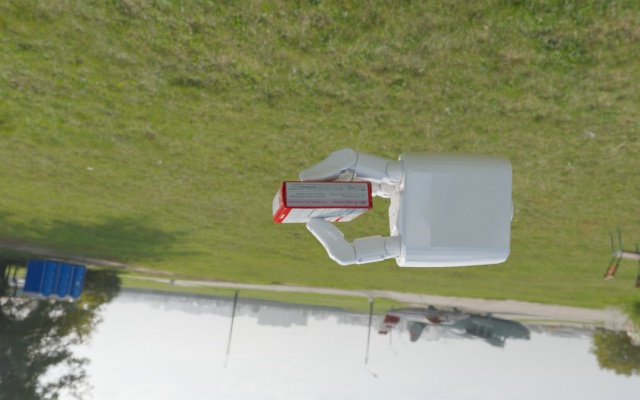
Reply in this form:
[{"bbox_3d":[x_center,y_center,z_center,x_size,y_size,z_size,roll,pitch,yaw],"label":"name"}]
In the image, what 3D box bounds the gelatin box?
[{"bbox_3d":[0.000,0.002,0.484,0.089,0.030,0.073,-1,-12,-13],"label":"gelatin box"}]
